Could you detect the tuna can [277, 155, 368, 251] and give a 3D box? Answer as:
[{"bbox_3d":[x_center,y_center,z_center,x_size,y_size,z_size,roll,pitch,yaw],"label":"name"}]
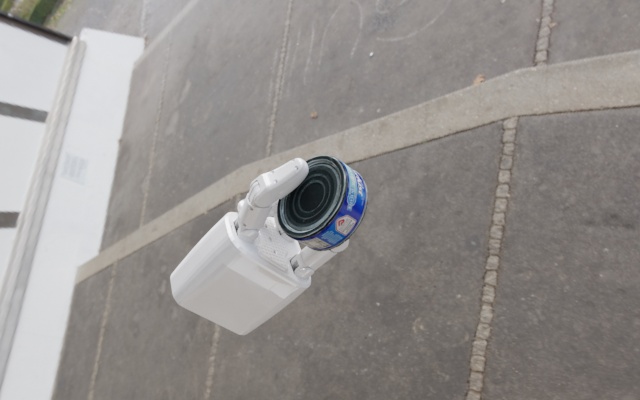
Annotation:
[{"bbox_3d":[0.000,0.001,0.445,0.086,0.086,0.034,0,-23,43],"label":"tuna can"}]
